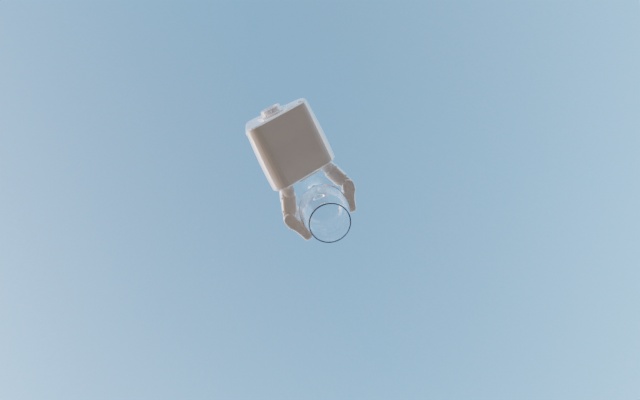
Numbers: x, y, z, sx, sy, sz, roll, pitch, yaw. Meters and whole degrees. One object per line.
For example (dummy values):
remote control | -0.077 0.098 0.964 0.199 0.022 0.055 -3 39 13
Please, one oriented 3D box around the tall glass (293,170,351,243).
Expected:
tall glass | 0.000 0.002 0.774 0.079 0.079 0.201 0 18 -8
